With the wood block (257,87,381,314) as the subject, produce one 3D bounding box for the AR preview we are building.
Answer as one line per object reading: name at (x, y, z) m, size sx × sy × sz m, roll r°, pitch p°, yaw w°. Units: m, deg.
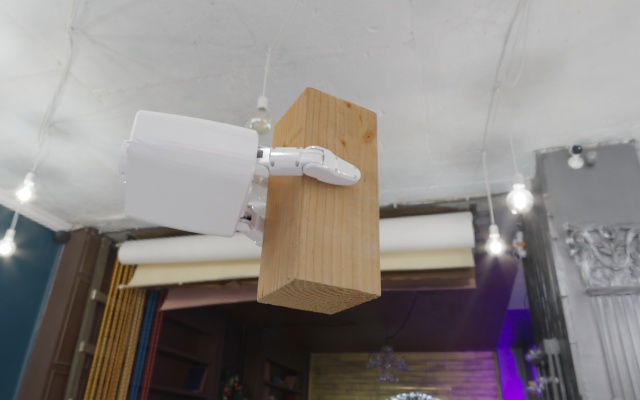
wood block at (0.000, 0.001, 0.495) m, size 0.090 × 0.206 × 0.091 m, roll 16°, pitch -29°, yaw -25°
